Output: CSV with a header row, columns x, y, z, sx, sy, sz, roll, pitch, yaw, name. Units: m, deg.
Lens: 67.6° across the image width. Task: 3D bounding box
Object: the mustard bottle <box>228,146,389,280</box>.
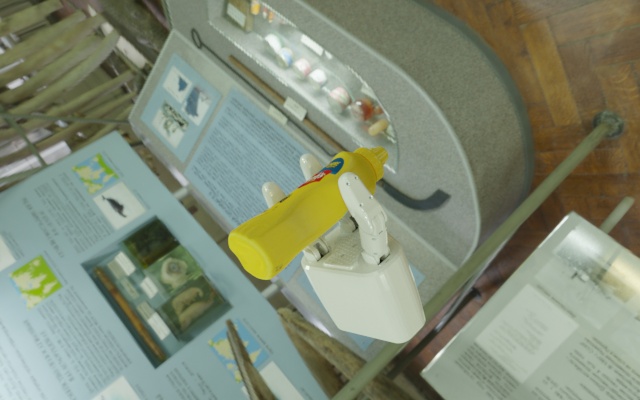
x,y,z,sx,sy,sz,roll,pitch,yaw,name
0.000,0.001,0.489,0.191,0.058,0.096,-37,6,-23,mustard bottle
